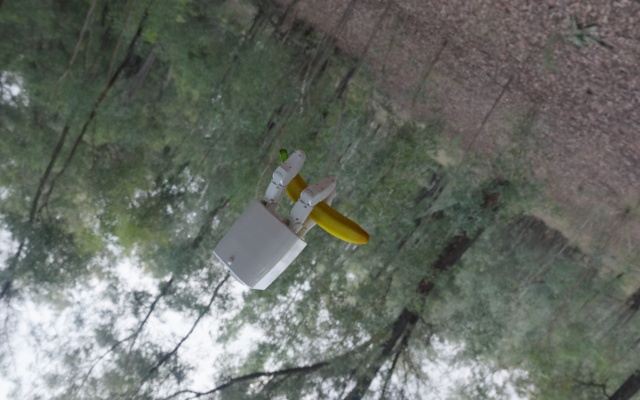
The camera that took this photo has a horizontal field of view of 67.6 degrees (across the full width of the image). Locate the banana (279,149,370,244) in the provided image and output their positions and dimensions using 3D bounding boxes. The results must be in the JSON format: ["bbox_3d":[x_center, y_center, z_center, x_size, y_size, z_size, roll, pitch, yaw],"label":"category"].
[{"bbox_3d":[-0.005,0.007,0.754,0.037,0.198,0.070,-42,-10,-21],"label":"banana"}]
